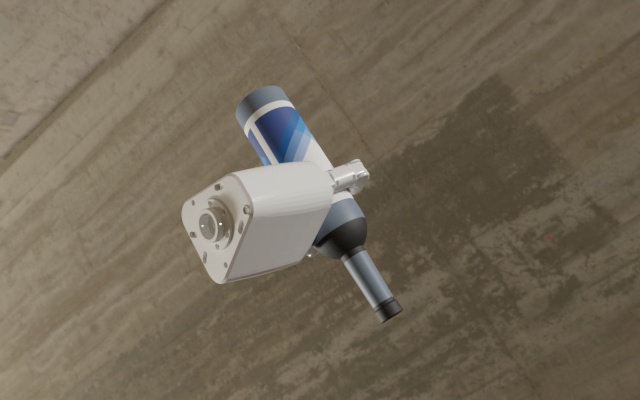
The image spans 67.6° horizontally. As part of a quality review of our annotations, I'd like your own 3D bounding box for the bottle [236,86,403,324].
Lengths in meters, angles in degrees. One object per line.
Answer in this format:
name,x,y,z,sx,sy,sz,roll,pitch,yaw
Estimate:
bottle,0.000,0.002,0.538,0.069,0.295,0.069,-29,-18,-10
